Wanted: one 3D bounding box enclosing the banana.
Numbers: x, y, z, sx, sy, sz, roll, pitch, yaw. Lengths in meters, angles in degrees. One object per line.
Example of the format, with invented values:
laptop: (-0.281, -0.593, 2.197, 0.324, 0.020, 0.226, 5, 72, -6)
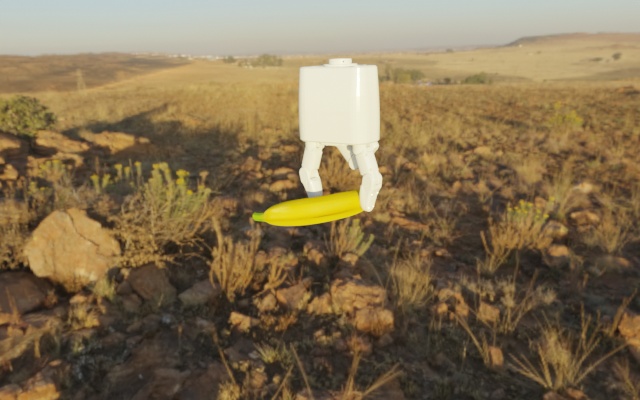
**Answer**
banana: (0.003, 0.008, 0.702, 0.198, 0.037, 0.069, -8, 19, -17)
